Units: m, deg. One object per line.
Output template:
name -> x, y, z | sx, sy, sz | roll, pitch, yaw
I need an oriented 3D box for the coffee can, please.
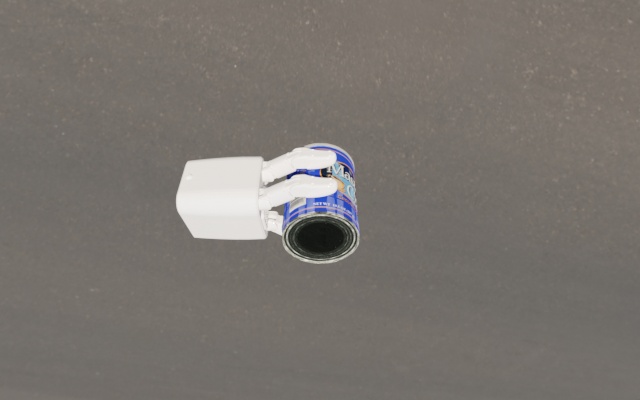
coffee can -> 0.000, 0.002, 0.672 | 0.103, 0.103, 0.140 | 0, 45, 0
